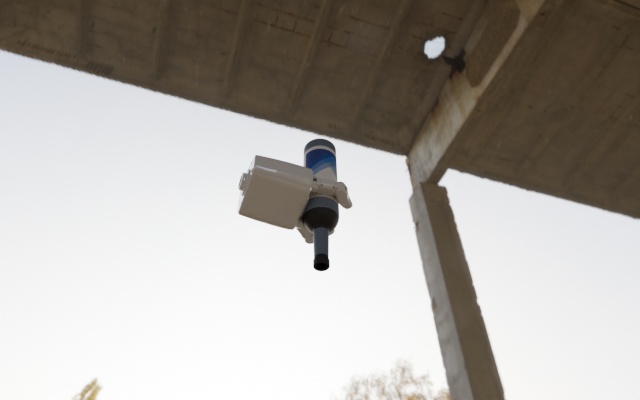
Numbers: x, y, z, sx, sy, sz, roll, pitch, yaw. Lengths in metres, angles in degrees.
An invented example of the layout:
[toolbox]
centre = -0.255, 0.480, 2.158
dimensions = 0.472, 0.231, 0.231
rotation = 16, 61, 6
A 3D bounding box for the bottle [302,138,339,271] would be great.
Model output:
[bottle]
centre = 0.000, 0.003, 0.877
dimensions = 0.069, 0.295, 0.069
rotation = 0, -45, 0
